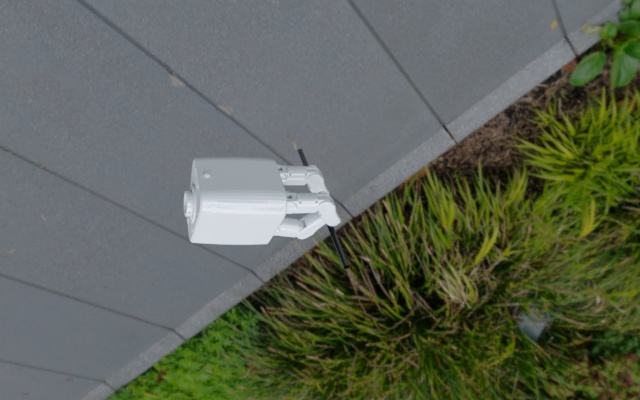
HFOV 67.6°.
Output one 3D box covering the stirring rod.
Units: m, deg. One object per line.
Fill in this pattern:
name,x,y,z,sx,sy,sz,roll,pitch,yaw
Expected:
stirring rod,0.000,0.002,0.688,0.011,0.011,0.239,0,43,-22
